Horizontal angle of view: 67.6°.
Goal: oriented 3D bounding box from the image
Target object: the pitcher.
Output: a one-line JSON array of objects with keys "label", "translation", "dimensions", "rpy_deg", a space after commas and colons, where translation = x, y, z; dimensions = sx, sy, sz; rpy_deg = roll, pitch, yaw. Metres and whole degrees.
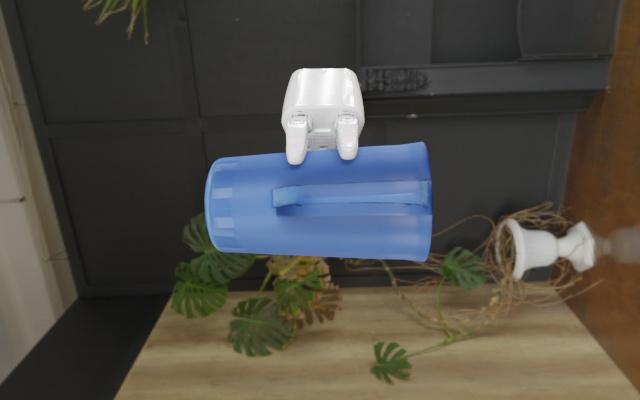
[{"label": "pitcher", "translation": [0.000, 0.002, 0.530], "dimensions": [0.243, 0.149, 0.145], "rpy_deg": [-1, 41, 3]}]
